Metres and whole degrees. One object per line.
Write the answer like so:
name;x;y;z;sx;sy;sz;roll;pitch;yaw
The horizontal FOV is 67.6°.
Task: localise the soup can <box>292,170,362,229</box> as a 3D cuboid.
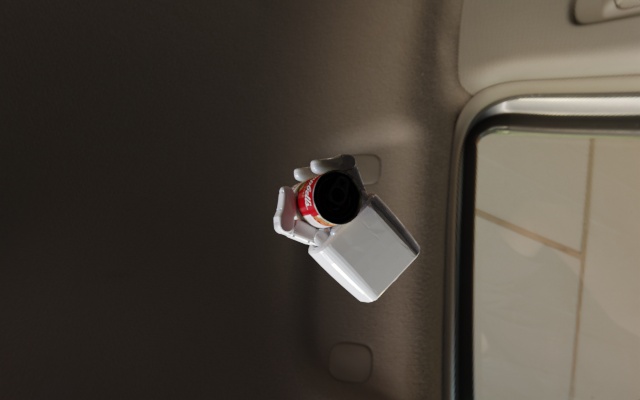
soup can;0.000;0.002;0.625;0.068;0.068;0.102;0;-7;-26
